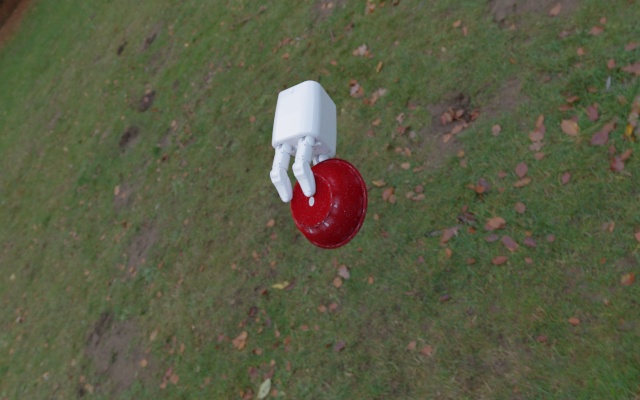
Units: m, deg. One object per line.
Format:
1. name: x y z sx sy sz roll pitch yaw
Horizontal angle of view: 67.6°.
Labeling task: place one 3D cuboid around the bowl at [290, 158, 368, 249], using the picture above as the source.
1. bowl: 0.000 0.004 0.820 0.162 0.162 0.055 0 -5 40
